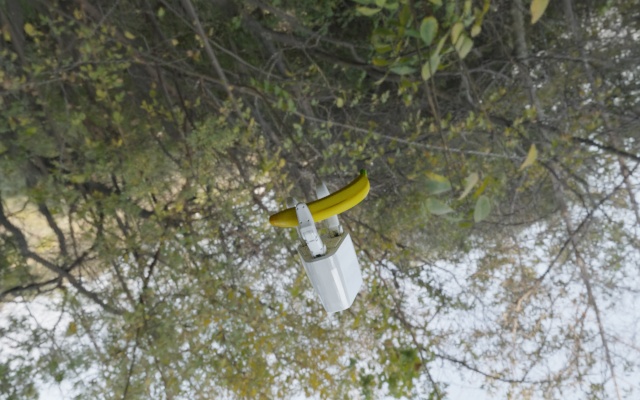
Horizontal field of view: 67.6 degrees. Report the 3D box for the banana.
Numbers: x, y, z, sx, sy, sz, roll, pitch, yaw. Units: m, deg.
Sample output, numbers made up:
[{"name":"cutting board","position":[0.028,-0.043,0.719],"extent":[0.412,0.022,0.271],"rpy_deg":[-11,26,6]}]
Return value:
[{"name":"banana","position":[0.010,0.005,0.814],"extent":[0.198,0.037,0.069],"rpy_deg":[-26,20,-14]}]
